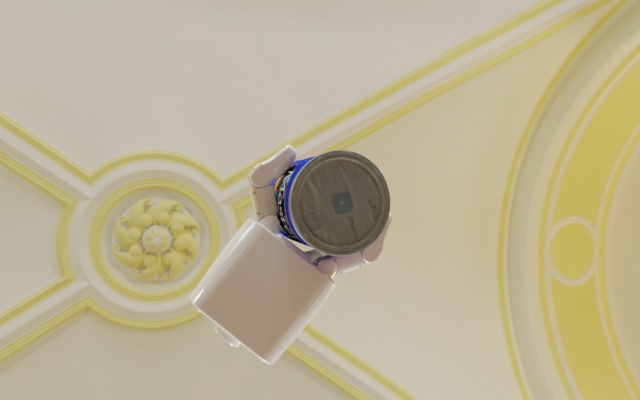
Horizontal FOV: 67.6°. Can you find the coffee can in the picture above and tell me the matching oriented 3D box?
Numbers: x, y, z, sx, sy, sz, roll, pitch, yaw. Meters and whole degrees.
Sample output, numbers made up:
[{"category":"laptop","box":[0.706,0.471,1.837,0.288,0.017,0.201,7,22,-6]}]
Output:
[{"category":"coffee can","box":[0.000,0.002,0.524,0.103,0.103,0.140,0,1,-18]}]
